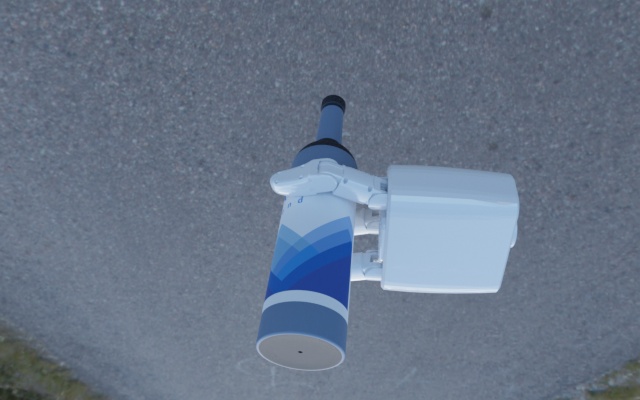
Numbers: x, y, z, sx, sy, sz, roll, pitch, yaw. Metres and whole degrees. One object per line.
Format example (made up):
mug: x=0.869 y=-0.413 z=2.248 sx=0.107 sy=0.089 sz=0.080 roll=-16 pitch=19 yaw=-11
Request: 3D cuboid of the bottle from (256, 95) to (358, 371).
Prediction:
bottle: x=0.000 y=0.002 z=0.446 sx=0.069 sy=0.295 sz=0.069 roll=4 pitch=-41 yaw=4
